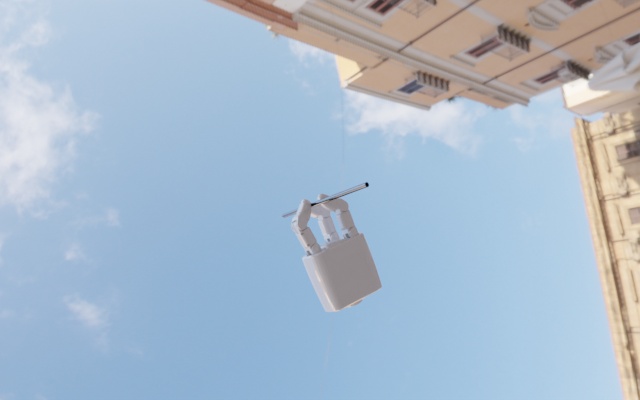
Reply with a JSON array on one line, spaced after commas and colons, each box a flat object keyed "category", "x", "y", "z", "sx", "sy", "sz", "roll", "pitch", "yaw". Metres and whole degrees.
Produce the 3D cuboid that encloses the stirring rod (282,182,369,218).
[{"category": "stirring rod", "x": 0.000, "y": 0.003, "z": 0.820, "sx": 0.011, "sy": 0.011, "sz": 0.239, "roll": 0, "pitch": -13, "yaw": -37}]
